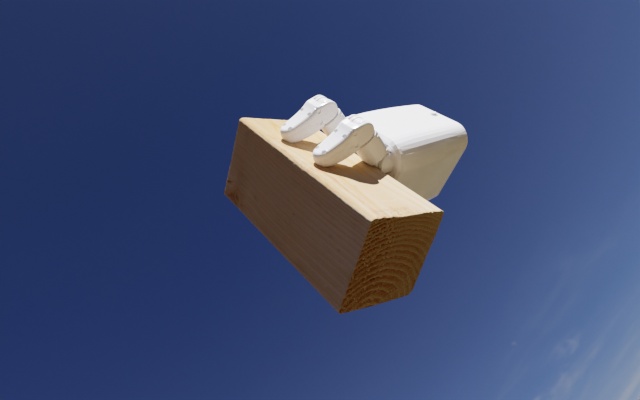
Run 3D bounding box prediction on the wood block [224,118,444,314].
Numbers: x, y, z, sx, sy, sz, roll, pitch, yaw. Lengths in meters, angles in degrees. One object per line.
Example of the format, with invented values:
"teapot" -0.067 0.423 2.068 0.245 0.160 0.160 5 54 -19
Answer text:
"wood block" 0.000 0.002 0.457 0.090 0.091 0.206 -5 31 -39
